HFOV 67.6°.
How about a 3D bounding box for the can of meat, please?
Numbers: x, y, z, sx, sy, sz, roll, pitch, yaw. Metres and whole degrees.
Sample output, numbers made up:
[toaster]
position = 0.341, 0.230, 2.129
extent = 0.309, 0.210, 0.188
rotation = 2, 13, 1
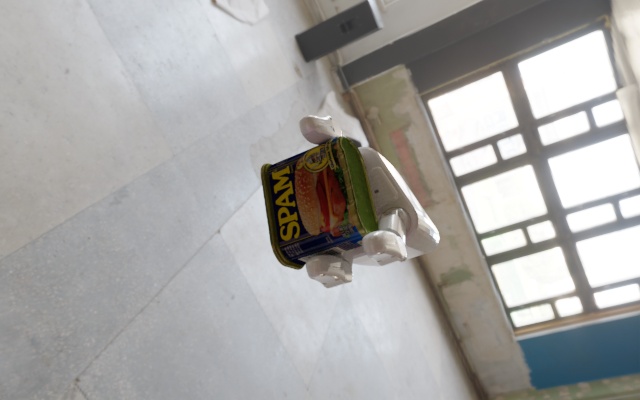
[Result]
[can of meat]
position = 0.000, 0.001, 0.431
extent = 0.084, 0.102, 0.057
rotation = -20, -25, 21
